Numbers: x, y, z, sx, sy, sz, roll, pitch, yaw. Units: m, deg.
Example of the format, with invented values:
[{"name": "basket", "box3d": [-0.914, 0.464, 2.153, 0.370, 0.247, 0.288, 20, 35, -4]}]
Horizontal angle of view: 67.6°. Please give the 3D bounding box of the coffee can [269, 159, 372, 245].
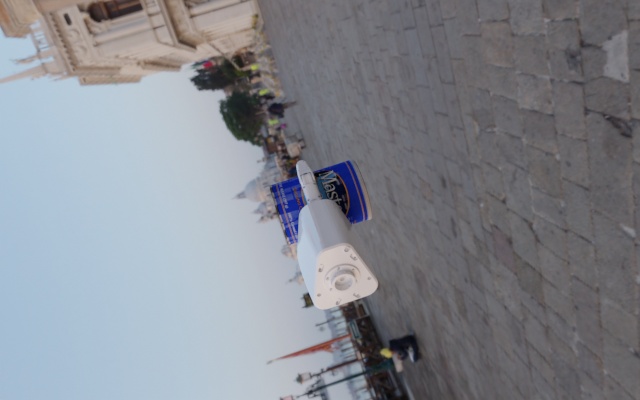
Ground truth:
[{"name": "coffee can", "box3d": [0.000, 0.002, 0.768, 0.140, 0.103, 0.103, -18, 1, -3]}]
